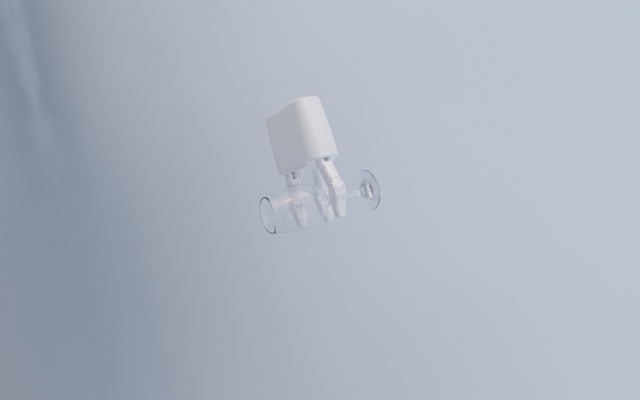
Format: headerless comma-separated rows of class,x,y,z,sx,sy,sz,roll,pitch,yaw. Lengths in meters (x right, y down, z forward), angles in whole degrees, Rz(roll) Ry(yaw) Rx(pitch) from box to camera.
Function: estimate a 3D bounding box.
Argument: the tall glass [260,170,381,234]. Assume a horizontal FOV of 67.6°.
tall glass,0.001,0.003,0.814,0.201,0.079,0.079,-15,7,-28
